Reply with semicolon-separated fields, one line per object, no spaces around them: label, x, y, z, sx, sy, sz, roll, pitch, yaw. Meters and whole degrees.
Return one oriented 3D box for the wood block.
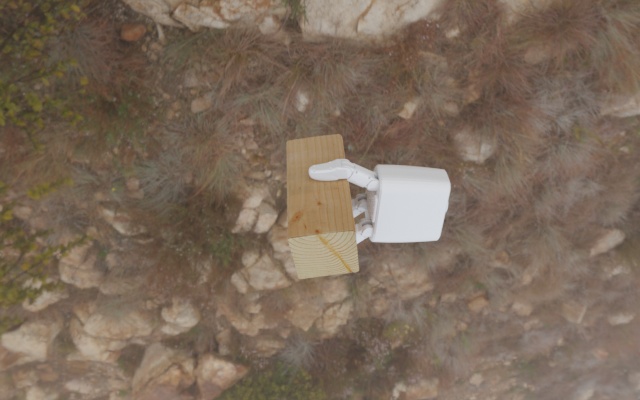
wood block;0.000;0.002;0.713;0.090;0.091;0.206;-7;45;2
